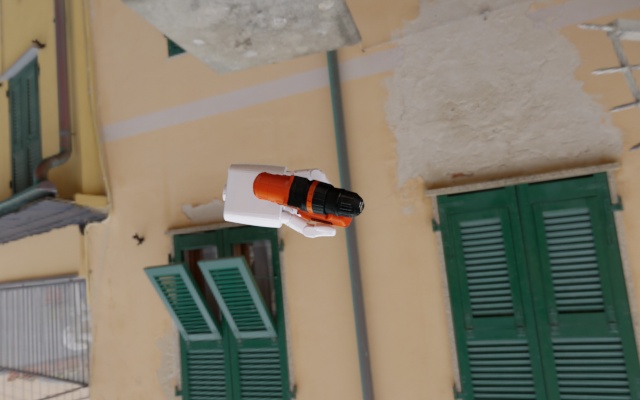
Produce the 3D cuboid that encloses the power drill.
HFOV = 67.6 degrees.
[{"bbox_3d":[0.000,0.003,0.810,0.184,0.057,0.188,14,-7,19],"label":"power drill"}]
